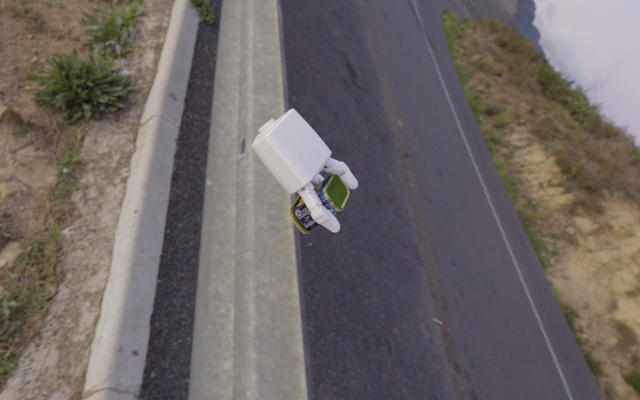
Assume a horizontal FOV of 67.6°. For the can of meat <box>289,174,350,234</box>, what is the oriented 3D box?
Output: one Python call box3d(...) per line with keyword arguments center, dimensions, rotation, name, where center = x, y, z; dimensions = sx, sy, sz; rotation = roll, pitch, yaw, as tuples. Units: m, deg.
box3d(center=(0.000, 0.003, 0.869), dimensions=(0.084, 0.057, 0.102), rotation=(-33, 13, 26), name="can of meat")
